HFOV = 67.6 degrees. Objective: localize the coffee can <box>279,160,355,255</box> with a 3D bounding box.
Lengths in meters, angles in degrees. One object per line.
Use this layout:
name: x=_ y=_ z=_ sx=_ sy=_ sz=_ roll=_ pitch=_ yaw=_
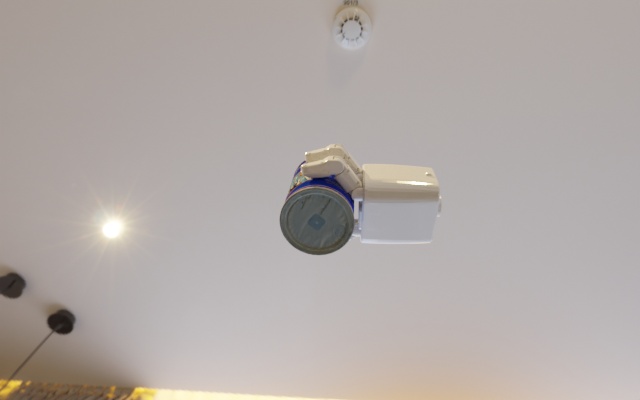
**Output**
coffee can: x=0.000 y=0.002 z=0.710 sx=0.103 sy=0.103 sz=0.140 roll=0 pitch=24 yaw=5
